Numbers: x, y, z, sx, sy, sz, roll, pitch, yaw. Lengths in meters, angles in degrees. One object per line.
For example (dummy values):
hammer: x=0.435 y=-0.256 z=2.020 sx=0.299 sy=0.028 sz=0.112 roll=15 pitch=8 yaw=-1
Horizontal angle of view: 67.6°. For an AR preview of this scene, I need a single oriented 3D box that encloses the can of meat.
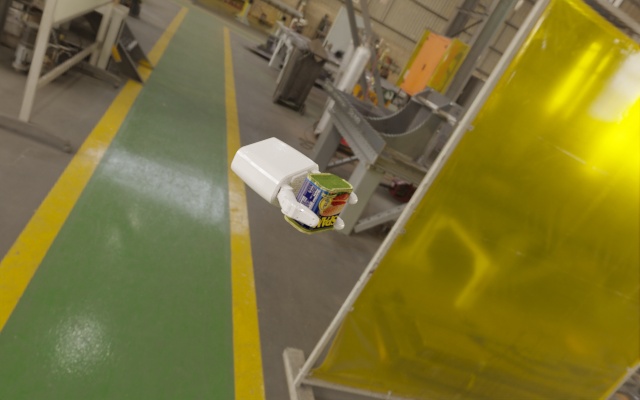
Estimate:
can of meat: x=0.000 y=0.002 z=0.792 sx=0.057 sy=0.084 sz=0.102 roll=37 pitch=21 yaw=25
